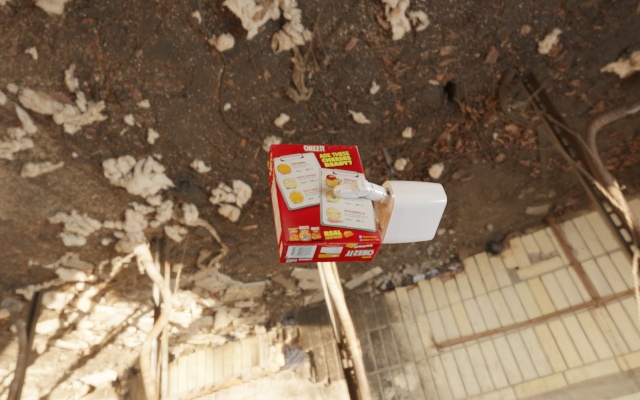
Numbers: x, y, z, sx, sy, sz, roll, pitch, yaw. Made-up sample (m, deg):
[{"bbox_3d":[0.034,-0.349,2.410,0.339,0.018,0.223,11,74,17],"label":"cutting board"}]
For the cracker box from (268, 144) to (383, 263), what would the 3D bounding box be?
[{"bbox_3d":[0.000,0.003,0.830,0.164,0.213,0.072,0,-37,-15],"label":"cracker box"}]
